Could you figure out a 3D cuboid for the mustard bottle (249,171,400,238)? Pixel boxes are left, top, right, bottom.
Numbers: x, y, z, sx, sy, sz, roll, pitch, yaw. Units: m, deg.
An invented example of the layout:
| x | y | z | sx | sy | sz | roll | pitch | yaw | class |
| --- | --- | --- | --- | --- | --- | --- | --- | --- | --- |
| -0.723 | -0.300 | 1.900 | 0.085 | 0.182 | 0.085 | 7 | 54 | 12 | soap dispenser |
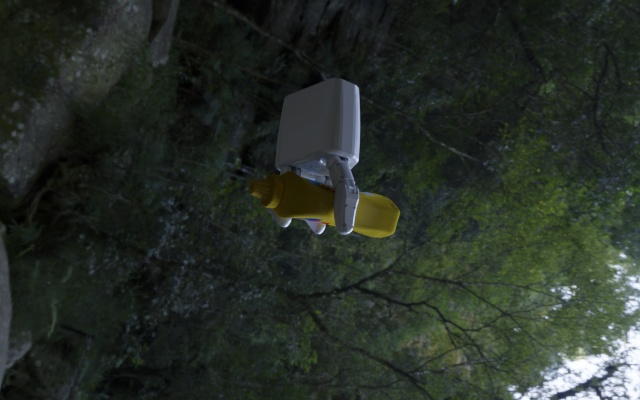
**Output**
| x | y | z | sx | sy | sz | roll | pitch | yaw | class |
| --- | --- | --- | --- | --- | --- | --- | --- | --- | --- |
| 0.000 | 0.002 | 0.607 | 0.191 | 0.058 | 0.096 | 14 | 5 | -30 | mustard bottle |
